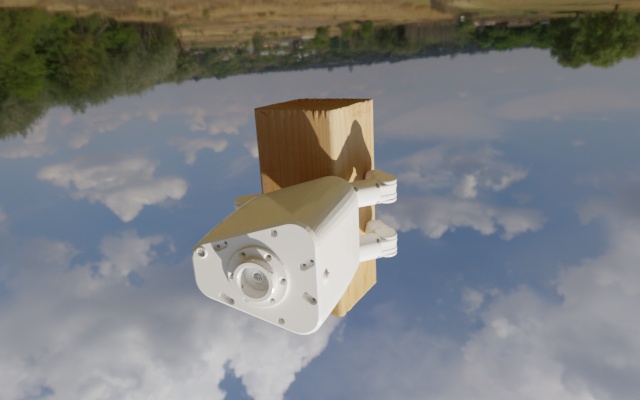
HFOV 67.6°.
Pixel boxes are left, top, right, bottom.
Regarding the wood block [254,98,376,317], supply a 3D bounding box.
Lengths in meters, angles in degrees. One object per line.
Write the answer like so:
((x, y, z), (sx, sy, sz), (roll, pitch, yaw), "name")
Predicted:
((0.000, 0.002, 0.501), (0.091, 0.206, 0.090), (8, 21, 29), "wood block")
